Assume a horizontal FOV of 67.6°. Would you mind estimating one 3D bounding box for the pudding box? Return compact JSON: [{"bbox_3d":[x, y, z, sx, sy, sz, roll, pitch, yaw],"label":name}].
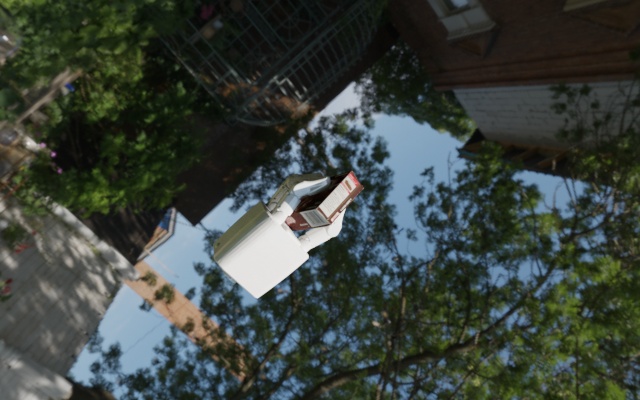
[{"bbox_3d":[0.000,0.003,0.738,0.090,0.039,0.113,-48,21,-29],"label":"pudding box"}]
